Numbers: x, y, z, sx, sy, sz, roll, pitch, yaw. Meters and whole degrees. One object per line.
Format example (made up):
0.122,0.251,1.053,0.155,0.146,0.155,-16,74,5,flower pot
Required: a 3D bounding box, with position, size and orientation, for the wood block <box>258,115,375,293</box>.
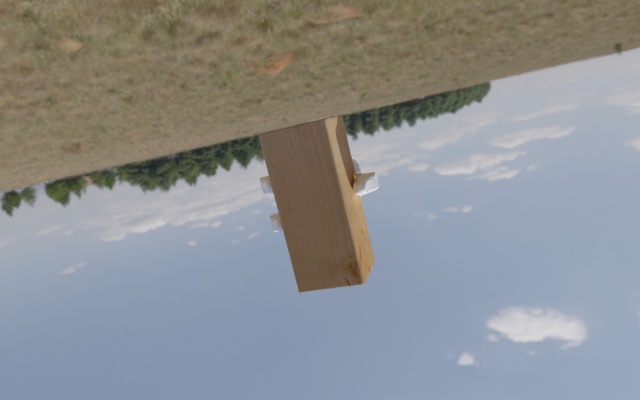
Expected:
0.001,0.002,0.620,0.091,0.206,0.090,-11,9,18,wood block
